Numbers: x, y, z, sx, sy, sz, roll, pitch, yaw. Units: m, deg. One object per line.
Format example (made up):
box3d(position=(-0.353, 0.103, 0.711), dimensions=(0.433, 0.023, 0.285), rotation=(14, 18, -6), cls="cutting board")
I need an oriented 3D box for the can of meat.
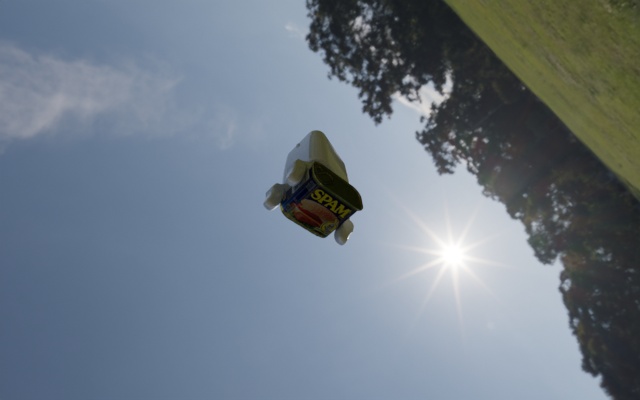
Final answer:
box3d(position=(0.000, 0.003, 0.738), dimensions=(0.102, 0.057, 0.084), rotation=(34, -61, -27), cls="can of meat")
